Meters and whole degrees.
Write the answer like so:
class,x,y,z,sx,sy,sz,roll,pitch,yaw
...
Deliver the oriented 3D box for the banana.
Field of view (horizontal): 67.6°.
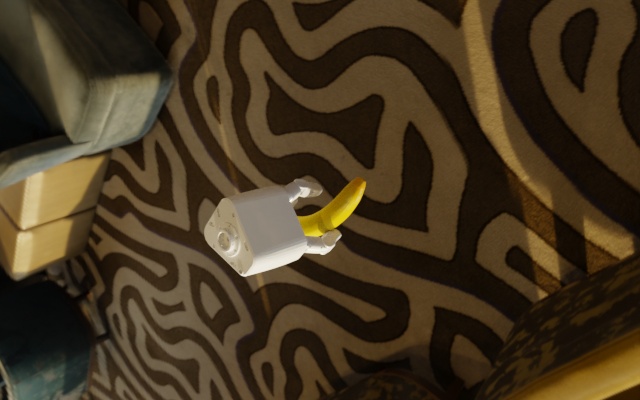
class,x,y,z,sx,sy,sz,roll,pitch,yaw
banana,0.002,0.021,0.794,0.198,0.069,0.037,-21,-13,42
